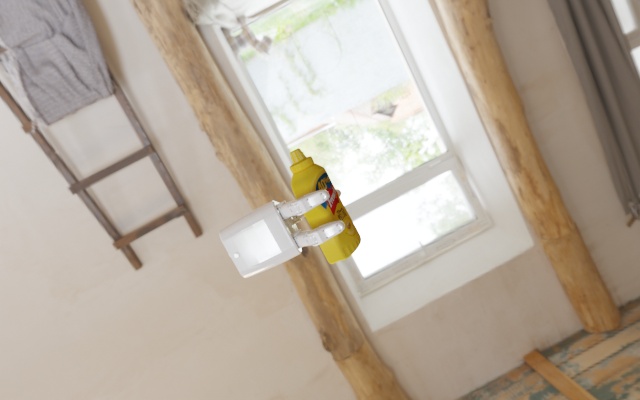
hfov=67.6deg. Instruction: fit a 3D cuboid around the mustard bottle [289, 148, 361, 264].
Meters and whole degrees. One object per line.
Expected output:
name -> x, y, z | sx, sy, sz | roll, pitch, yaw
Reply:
mustard bottle -> 0.001, 0.003, 0.792 | 0.058, 0.191, 0.096 | -23, 11, 27
